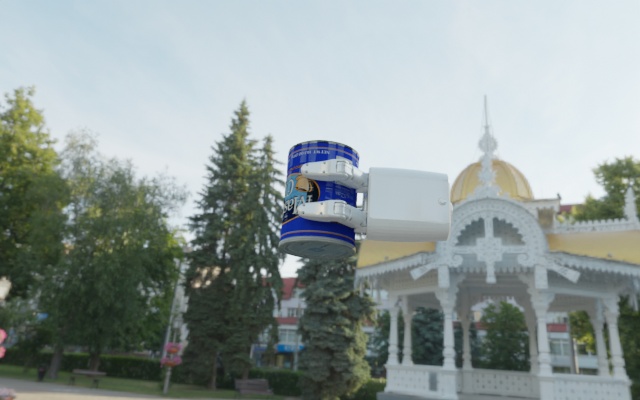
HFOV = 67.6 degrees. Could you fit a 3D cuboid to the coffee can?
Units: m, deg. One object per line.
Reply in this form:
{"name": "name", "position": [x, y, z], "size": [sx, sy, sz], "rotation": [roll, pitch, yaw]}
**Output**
{"name": "coffee can", "position": [0.000, 0.002, 0.658], "size": [0.103, 0.140, 0.103], "rotation": [4, -19, 1]}
